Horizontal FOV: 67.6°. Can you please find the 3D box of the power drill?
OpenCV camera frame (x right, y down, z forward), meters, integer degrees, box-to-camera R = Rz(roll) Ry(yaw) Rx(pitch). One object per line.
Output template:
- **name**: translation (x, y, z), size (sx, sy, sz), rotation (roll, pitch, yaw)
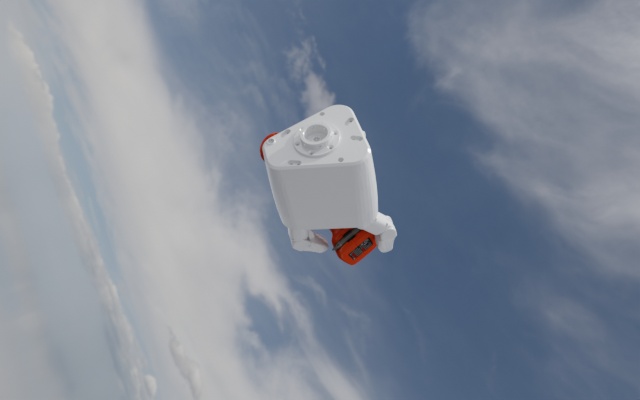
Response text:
- **power drill**: translation (0.000, 0.002, 0.666), size (0.057, 0.187, 0.184), rotation (-42, -18, 1)
